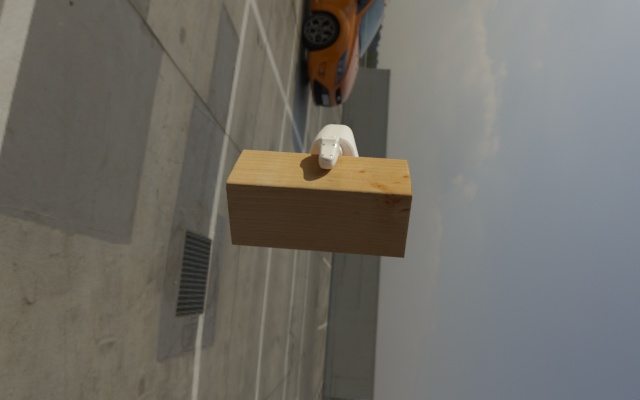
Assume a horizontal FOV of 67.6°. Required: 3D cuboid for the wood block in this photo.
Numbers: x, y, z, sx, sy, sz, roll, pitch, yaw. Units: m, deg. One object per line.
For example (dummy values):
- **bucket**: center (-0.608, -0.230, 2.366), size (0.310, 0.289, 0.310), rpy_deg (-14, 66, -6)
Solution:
- **wood block**: center (0.000, 0.001, 0.579), size (0.206, 0.091, 0.090), rpy_deg (4, 32, 4)
